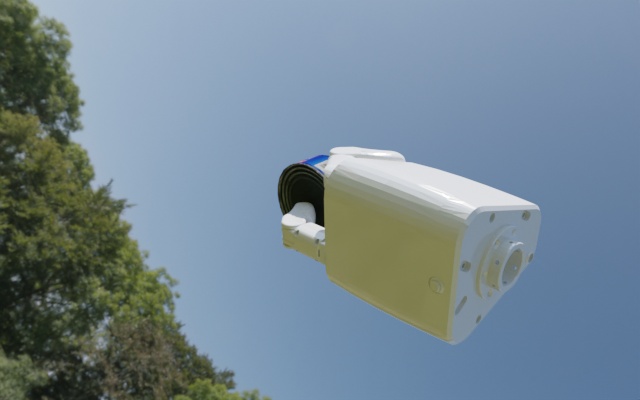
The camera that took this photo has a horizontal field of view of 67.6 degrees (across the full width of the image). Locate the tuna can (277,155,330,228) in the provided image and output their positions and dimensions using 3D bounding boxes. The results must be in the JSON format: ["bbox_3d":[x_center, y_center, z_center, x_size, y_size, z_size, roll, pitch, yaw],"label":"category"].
[{"bbox_3d":[0.000,0.001,0.447,0.033,0.086,0.086,-26,17,-38],"label":"tuna can"}]
